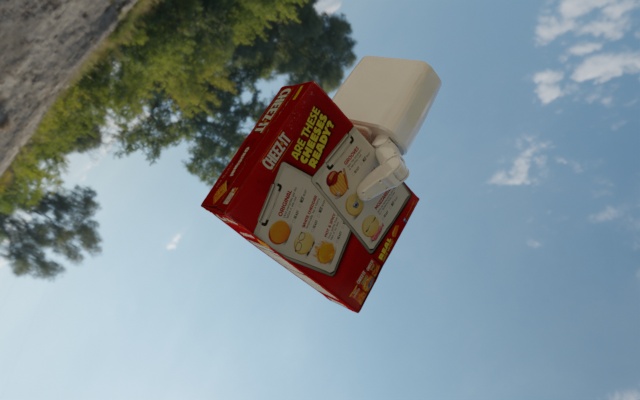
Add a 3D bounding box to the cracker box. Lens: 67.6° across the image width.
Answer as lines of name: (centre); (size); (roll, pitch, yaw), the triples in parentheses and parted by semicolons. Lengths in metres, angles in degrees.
cracker box: (0.000, 0.002, 0.537); (0.214, 0.164, 0.072); (42, -19, -33)
